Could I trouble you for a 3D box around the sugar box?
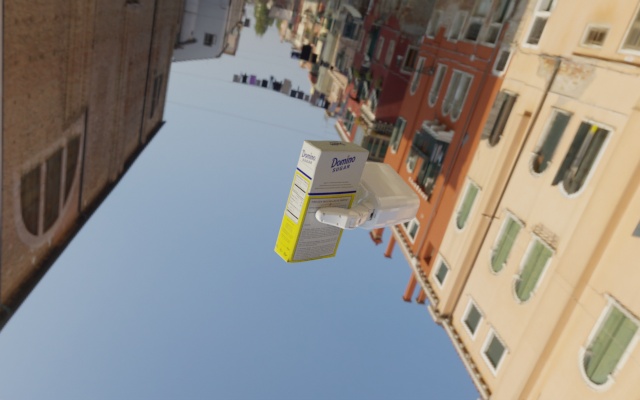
[{"bbox_3d":[0.000,0.002,0.682,0.093,0.176,0.048,-3,27,-41],"label":"sugar box"}]
